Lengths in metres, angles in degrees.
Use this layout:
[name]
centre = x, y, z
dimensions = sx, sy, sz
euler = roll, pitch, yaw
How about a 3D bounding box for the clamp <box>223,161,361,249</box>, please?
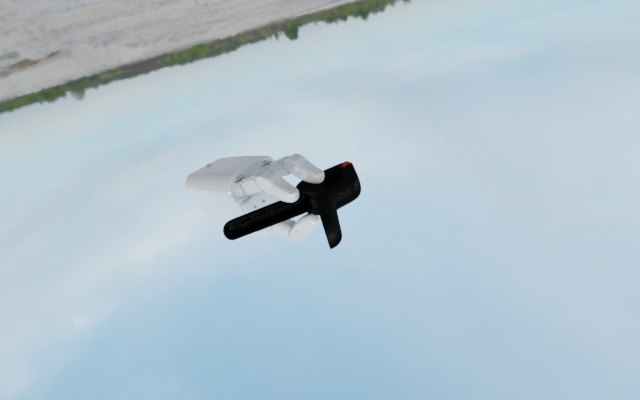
[clamp]
centre = 0.000, 0.002, 0.617
dimensions = 0.164, 0.036, 0.210
euler = 7, 30, 38
